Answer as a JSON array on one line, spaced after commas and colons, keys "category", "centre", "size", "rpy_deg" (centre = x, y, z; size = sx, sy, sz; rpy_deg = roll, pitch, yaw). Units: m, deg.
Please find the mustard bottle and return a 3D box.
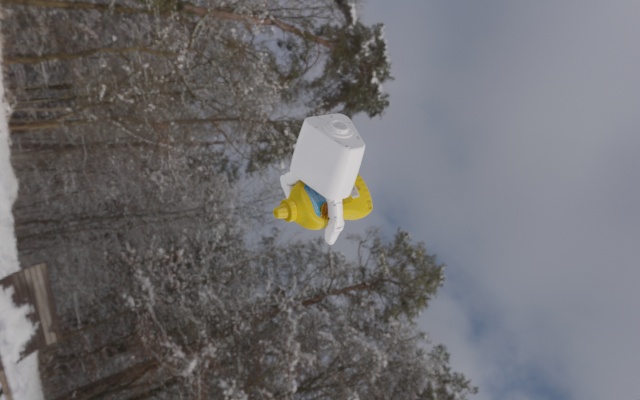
[{"category": "mustard bottle", "centre": [0.000, 0.003, 0.876], "size": [0.191, 0.096, 0.058], "rpy_deg": [-14, -17, -34]}]
